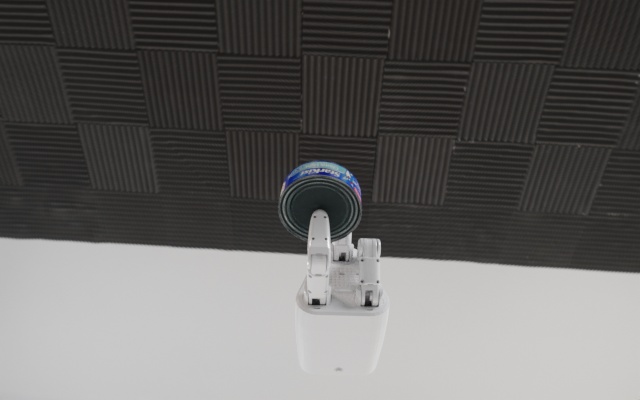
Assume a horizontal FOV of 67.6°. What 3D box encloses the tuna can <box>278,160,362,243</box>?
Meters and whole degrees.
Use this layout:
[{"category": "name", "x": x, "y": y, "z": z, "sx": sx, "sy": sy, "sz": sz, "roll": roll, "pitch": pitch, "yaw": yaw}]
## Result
[{"category": "tuna can", "x": 0.000, "y": 0.001, "z": 0.498, "sx": 0.086, "sy": 0.086, "sz": 0.033, "roll": 0, "pitch": 36, "yaw": 4}]
